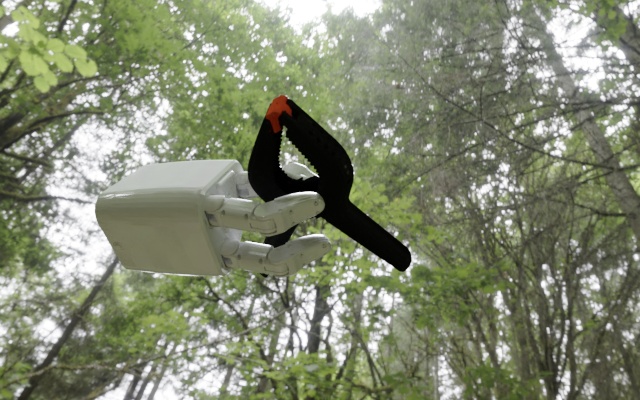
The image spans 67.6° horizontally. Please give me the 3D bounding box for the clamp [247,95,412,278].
[{"bbox_3d":[0.000,0.000,0.441,0.164,0.210,0.036,0,42,11],"label":"clamp"}]
